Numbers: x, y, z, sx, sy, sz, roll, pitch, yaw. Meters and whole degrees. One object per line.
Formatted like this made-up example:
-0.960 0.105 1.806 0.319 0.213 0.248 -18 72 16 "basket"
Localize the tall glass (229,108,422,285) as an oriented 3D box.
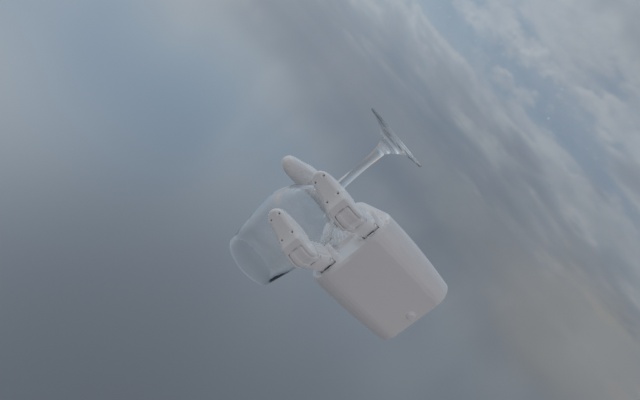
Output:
0.000 0.001 0.482 0.201 0.079 0.079 -40 -10 12 "tall glass"
